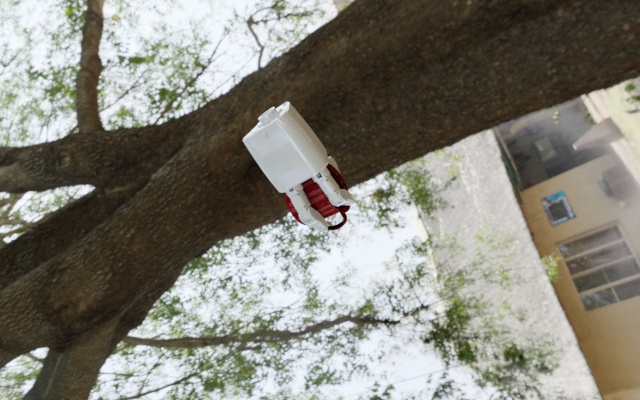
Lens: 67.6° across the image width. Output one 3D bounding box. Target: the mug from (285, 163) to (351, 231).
[{"bbox_3d":[0.001,0.004,0.832,0.081,0.117,0.093,-26,19,27],"label":"mug"}]
